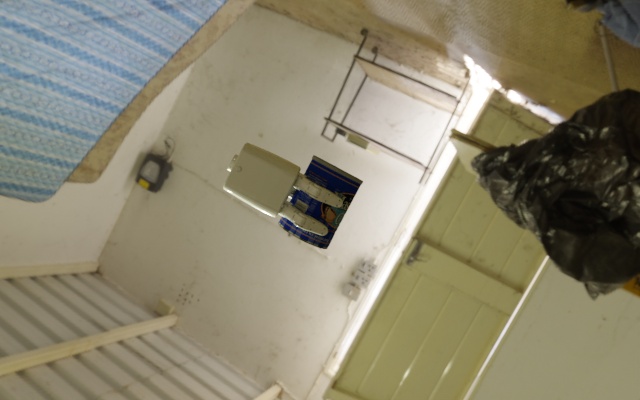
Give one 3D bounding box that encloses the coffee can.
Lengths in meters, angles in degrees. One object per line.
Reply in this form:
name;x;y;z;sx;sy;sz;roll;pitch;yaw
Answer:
coffee can;0.000;0.003;0.869;0.103;0.140;0.103;28;5;-3
